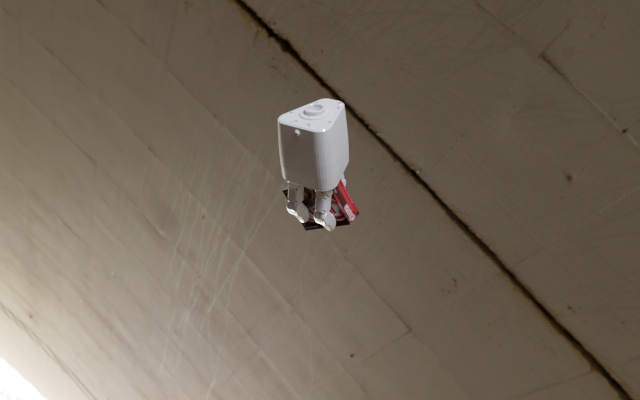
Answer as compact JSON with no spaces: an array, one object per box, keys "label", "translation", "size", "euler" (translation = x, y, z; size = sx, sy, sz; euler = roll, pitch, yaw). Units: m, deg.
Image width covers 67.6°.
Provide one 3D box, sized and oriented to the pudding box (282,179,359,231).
[{"label":"pudding box","translation":[0.000,0.003,0.831],"size":[0.113,0.090,0.039],"euler":[-10,26,45]}]
